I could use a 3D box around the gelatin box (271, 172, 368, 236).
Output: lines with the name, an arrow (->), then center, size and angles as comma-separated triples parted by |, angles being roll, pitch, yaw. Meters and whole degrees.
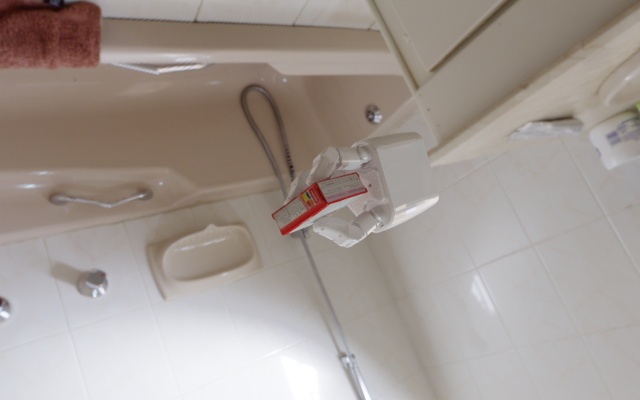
gelatin box -> 0.000, 0.002, 0.533 | 0.073, 0.030, 0.089 | -35, -9, 35
